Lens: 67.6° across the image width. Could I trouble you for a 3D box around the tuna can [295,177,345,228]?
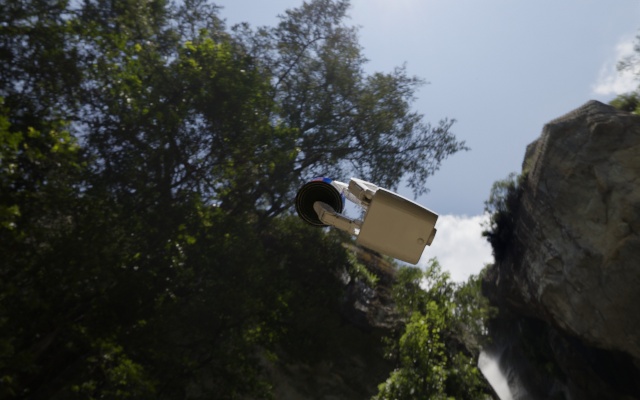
[{"bbox_3d":[0.000,0.003,0.839,0.086,0.086,0.033,0,16,13],"label":"tuna can"}]
